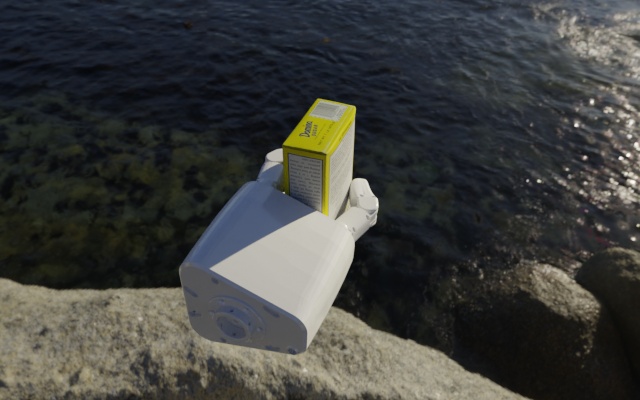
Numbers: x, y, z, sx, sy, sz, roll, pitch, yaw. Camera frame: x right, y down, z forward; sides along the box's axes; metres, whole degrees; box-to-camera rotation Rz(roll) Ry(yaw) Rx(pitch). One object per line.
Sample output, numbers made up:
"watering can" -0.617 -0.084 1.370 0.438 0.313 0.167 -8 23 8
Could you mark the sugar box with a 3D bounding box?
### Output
"sugar box" 0.000 0.001 0.468 0.048 0.176 0.093 14 40 13
